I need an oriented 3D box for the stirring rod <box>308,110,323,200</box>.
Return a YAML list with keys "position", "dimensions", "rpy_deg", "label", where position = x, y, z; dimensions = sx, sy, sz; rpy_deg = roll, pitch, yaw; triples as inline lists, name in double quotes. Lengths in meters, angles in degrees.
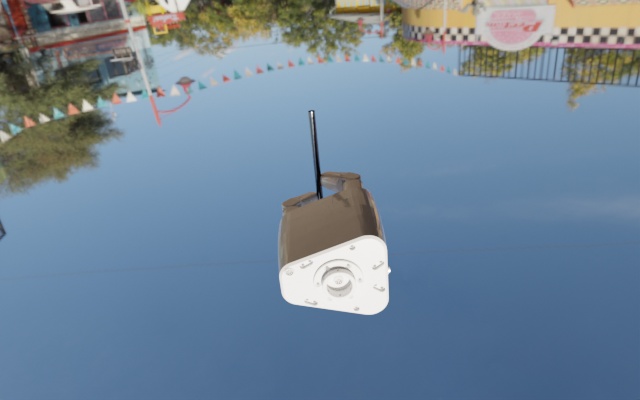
- position: [0.000, 0.002, 0.618]
  dimensions: [0.011, 0.240, 0.011]
  rpy_deg: [-5, 26, 2]
  label: "stirring rod"
